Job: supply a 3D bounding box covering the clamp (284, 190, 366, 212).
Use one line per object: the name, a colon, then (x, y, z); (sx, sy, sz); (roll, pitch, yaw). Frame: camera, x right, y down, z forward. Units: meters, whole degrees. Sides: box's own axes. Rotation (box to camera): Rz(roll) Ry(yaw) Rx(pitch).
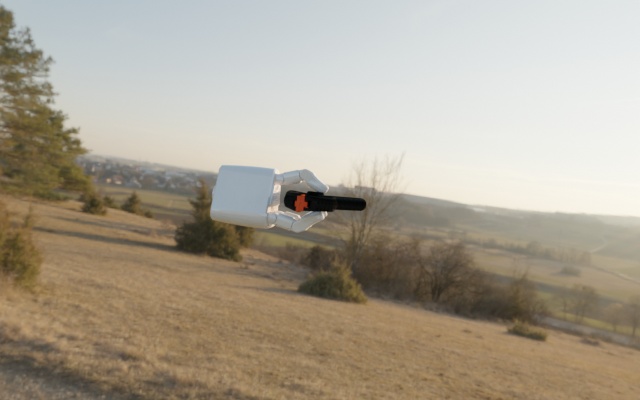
clamp: (0.000, 0.002, 0.869); (0.164, 0.036, 0.210); (5, 3, 6)
